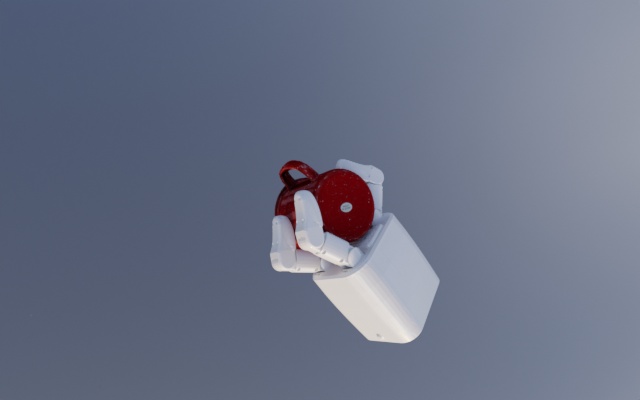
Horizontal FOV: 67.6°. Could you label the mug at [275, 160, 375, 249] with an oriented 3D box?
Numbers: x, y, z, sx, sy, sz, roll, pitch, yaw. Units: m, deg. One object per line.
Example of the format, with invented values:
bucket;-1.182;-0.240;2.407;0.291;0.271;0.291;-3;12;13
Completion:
mug;-0.001;0.001;0.539;0.093;0.117;0.081;-45;15;-31
